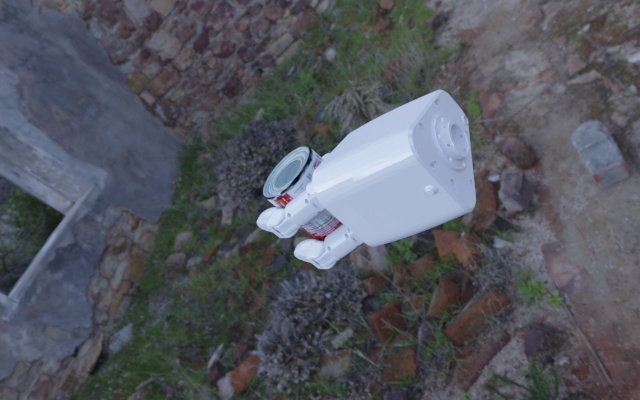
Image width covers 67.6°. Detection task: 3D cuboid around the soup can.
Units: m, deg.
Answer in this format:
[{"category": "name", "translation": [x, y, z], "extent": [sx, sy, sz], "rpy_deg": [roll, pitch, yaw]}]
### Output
[{"category": "soup can", "translation": [0.000, 0.001, 0.492], "extent": [0.102, 0.068, 0.068], "rpy_deg": [41, -21, -25]}]
